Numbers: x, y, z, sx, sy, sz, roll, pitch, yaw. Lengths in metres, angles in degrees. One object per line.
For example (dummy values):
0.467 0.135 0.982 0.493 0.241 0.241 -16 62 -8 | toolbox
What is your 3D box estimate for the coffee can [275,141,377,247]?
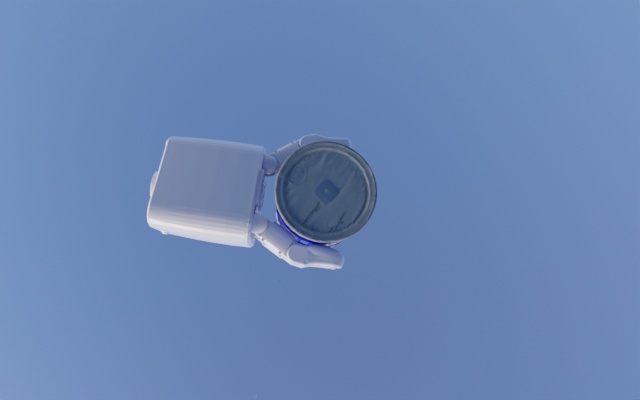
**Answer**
0.000 0.002 0.542 0.103 0.103 0.140 0 -9 -5 | coffee can
